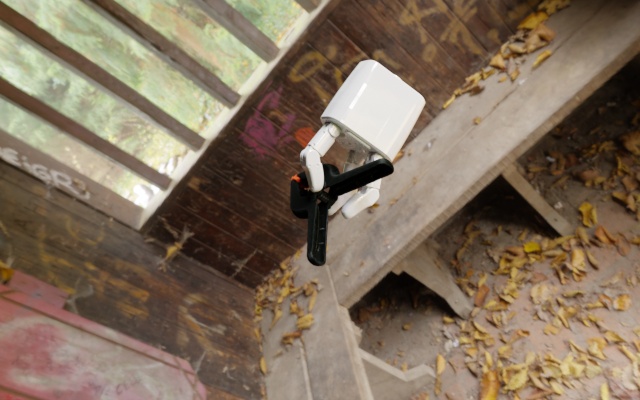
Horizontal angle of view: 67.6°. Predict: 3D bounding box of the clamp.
[{"bbox_3d":[-0.001,0.001,0.683,0.036,0.164,0.210,40,-10,-27],"label":"clamp"}]
